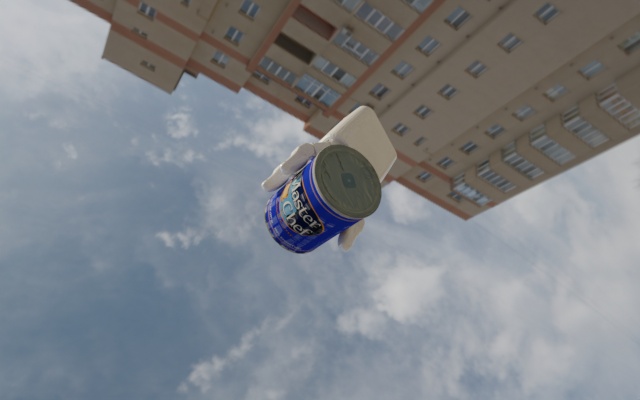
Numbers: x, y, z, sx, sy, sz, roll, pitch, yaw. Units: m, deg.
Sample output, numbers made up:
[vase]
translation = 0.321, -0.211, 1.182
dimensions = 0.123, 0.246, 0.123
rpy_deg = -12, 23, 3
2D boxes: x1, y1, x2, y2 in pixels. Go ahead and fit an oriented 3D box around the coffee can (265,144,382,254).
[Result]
[coffee can]
translation = 0.000, 0.002, 0.650
dimensions = 0.103, 0.102, 0.140
rpy_deg = 0, -24, -35
